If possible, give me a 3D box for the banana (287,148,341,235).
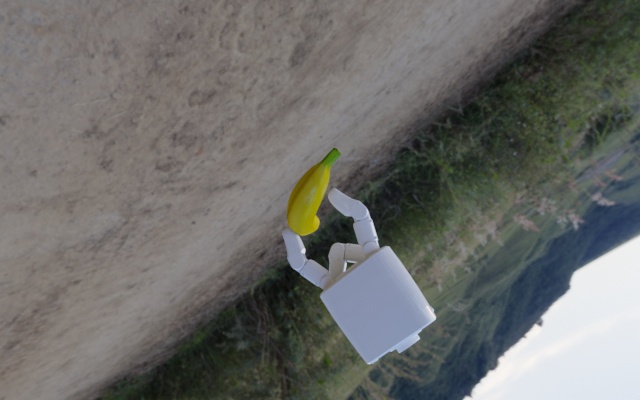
[{"bbox_3d":[-0.014,0.009,0.617,0.069,0.037,0.198,-31,-17,-23],"label":"banana"}]
